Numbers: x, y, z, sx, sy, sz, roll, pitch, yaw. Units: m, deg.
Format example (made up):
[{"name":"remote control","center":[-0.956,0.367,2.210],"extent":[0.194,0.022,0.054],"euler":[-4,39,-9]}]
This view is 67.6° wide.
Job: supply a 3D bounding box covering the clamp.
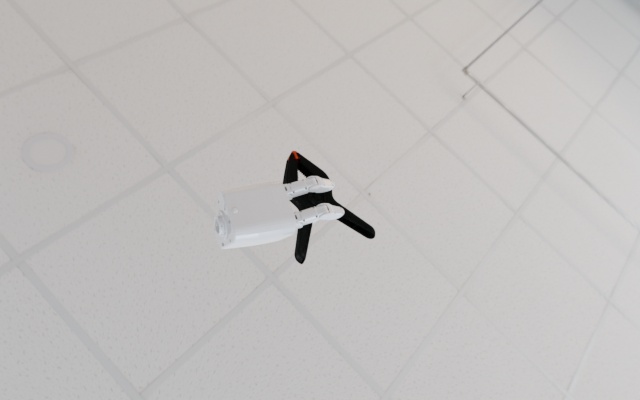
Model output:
[{"name":"clamp","center":[-0.001,0.003,0.857],"extent":[0.164,0.210,0.036],"euler":[-8,-25,-29]}]
